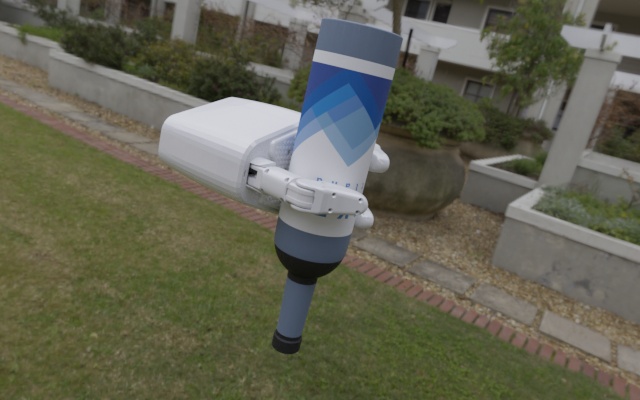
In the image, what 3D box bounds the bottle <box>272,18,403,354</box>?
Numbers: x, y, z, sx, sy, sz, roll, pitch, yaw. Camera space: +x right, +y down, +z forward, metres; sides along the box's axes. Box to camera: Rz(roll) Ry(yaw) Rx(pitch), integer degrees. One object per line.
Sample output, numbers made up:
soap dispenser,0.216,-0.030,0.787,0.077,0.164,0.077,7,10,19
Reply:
bottle,0.000,0.001,0.418,0.069,0.296,0.069,13,15,-4
